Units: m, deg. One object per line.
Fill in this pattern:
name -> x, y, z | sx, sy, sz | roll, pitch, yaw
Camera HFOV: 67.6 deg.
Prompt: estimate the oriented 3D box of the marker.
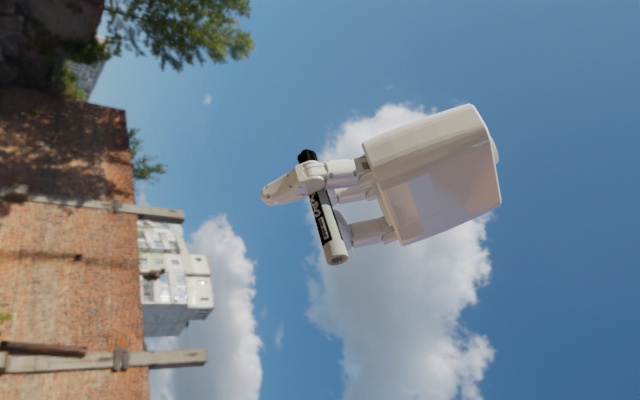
marker -> 0.000, 0.001, 0.429 | 0.020, 0.121, 0.020 | -11, -33, -8
